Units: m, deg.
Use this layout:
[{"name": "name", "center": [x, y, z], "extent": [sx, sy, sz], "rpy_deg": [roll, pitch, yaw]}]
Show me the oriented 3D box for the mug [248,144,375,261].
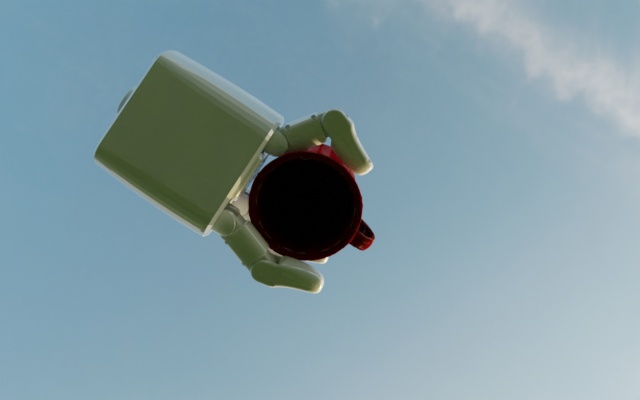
[{"name": "mug", "center": [0.001, 0.002, 0.423], "extent": [0.117, 0.093, 0.081], "rpy_deg": [34, 16, -6]}]
